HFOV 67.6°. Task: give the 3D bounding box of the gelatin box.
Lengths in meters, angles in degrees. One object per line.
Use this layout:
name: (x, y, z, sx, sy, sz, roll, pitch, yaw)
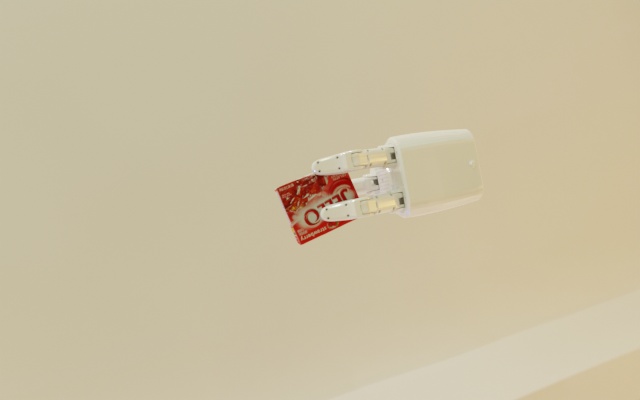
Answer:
gelatin box: (0.000, 0.002, 0.571, 0.089, 0.073, 0.030, -24, 3, -10)
